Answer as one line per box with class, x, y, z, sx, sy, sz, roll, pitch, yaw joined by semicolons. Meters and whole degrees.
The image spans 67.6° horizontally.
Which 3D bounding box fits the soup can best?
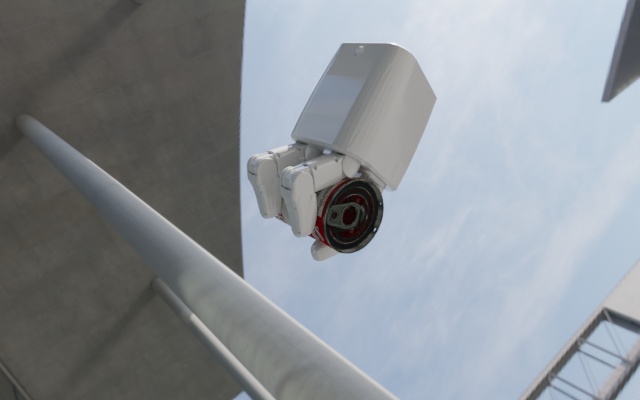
soup can;0.000;0.002;0.452;0.068;0.068;0.102;0;15;-39
